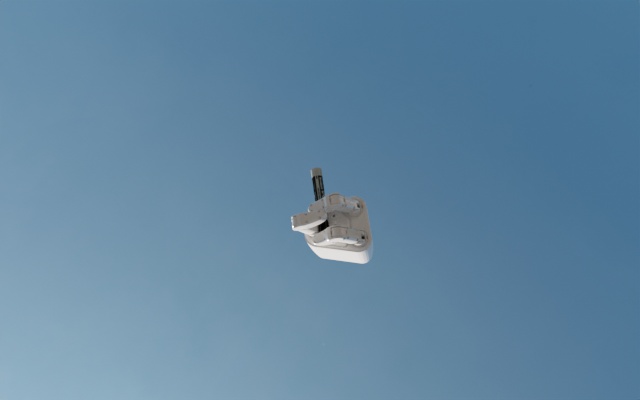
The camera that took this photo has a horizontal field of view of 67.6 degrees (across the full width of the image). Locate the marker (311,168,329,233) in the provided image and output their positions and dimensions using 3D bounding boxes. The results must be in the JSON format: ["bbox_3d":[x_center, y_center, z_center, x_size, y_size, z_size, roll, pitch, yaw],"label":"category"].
[{"bbox_3d":[0.000,0.003,0.801,0.020,0.121,0.020,-7,-21,-3],"label":"marker"}]
